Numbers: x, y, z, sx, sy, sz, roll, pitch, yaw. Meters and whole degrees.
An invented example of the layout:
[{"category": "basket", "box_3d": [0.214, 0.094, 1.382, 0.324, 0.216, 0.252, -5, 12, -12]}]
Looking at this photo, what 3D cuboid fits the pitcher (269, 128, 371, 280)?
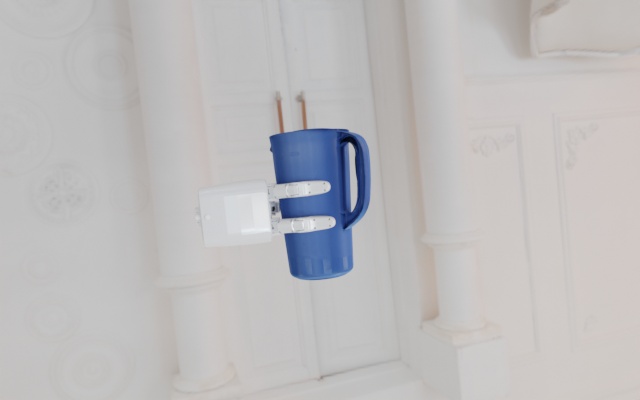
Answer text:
[{"category": "pitcher", "box_3d": [0.000, 0.003, 0.787, 0.145, 0.243, 0.149, -6, 3, -11]}]
